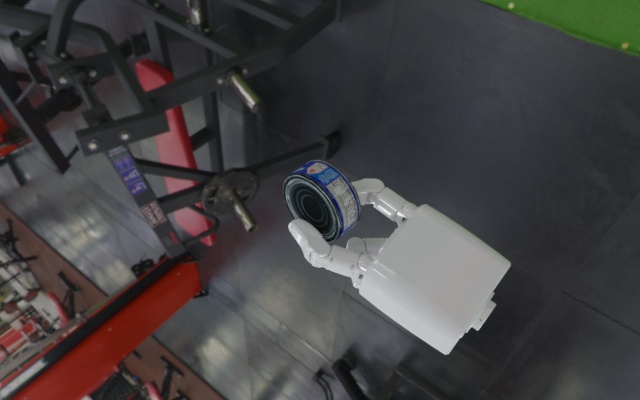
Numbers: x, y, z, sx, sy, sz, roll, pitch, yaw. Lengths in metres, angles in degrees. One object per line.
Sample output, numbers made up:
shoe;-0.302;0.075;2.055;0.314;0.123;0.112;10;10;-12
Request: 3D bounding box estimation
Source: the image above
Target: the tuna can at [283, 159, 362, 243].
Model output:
tuna can;0.000;0.002;0.508;0.033;0.086;0.086;-36;21;-33
